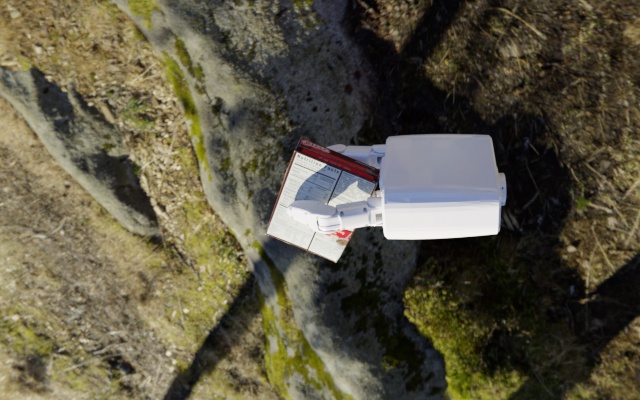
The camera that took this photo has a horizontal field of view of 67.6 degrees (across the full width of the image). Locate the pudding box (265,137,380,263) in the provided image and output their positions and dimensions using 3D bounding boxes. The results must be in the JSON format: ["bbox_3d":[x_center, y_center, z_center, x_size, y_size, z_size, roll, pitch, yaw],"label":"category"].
[{"bbox_3d":[0.000,0.002,0.506,0.090,0.113,0.039,23,29,-1],"label":"pudding box"}]
